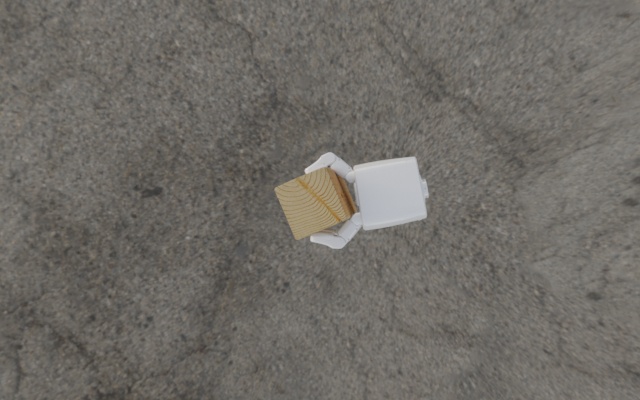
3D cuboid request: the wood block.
[{"bbox_3d":[0.000,0.002,0.832,0.090,0.091,0.206,-23,-3,8],"label":"wood block"}]
